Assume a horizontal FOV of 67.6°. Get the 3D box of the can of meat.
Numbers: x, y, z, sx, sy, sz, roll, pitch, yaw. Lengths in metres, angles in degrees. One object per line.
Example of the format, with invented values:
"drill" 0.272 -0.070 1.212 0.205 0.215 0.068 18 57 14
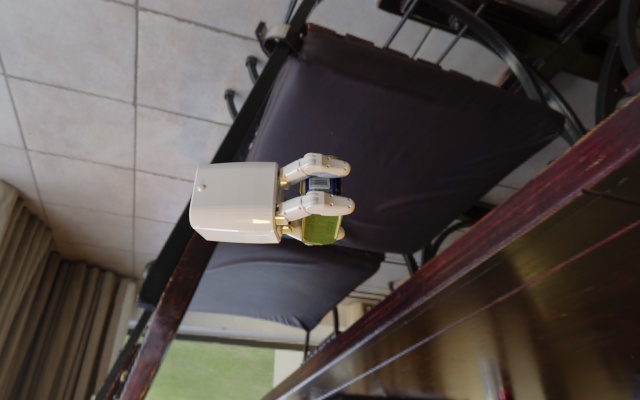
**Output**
"can of meat" 0.000 0.003 0.651 0.057 0.084 0.102 2 -33 -3
